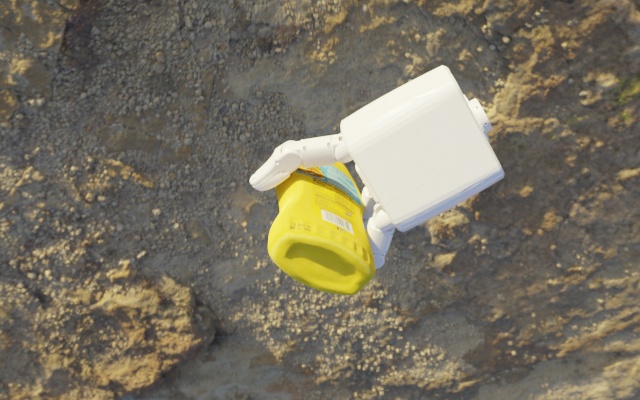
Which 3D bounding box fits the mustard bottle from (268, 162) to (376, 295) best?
[{"bbox_3d":[0.000,0.002,0.479,0.096,0.058,0.191,26,31,-19],"label":"mustard bottle"}]
